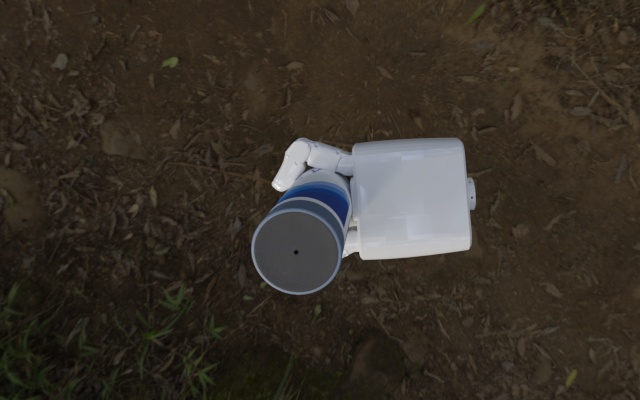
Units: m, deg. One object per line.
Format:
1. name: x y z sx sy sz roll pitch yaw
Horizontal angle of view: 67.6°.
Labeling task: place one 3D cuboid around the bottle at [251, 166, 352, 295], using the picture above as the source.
1. bottle: 0.000 0.002 0.484 0.069 0.069 0.295 0 14 7
